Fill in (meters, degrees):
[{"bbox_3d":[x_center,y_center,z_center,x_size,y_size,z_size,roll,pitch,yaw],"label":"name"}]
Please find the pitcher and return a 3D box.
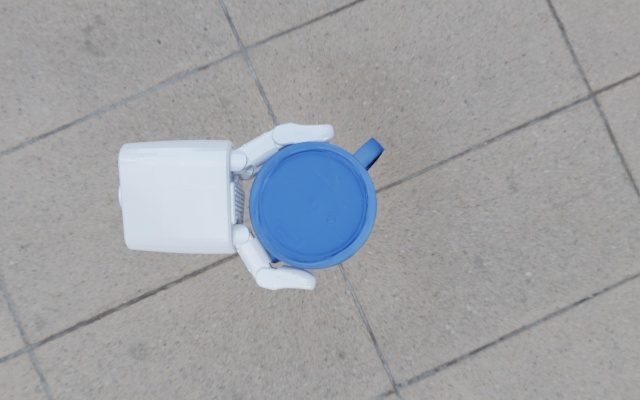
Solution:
[{"bbox_3d":[0.000,0.002,0.509,0.145,0.149,0.243,1,-3,-1],"label":"pitcher"}]
